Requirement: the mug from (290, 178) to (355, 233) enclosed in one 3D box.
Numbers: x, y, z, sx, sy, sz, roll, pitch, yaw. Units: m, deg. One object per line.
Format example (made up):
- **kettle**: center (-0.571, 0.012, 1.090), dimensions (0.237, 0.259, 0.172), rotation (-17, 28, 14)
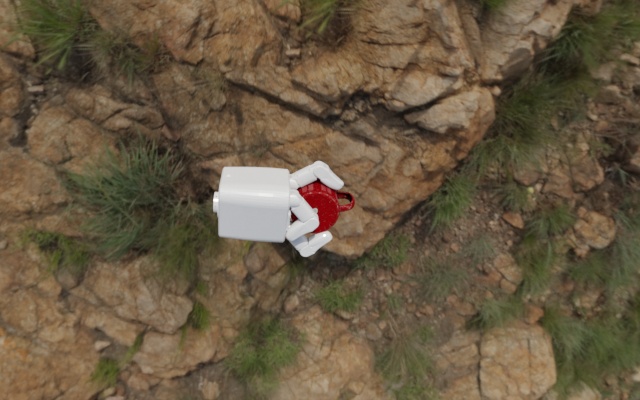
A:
- **mug**: center (0.002, 0.003, 0.806), dimensions (0.117, 0.093, 0.081), rotation (2, 28, -7)
